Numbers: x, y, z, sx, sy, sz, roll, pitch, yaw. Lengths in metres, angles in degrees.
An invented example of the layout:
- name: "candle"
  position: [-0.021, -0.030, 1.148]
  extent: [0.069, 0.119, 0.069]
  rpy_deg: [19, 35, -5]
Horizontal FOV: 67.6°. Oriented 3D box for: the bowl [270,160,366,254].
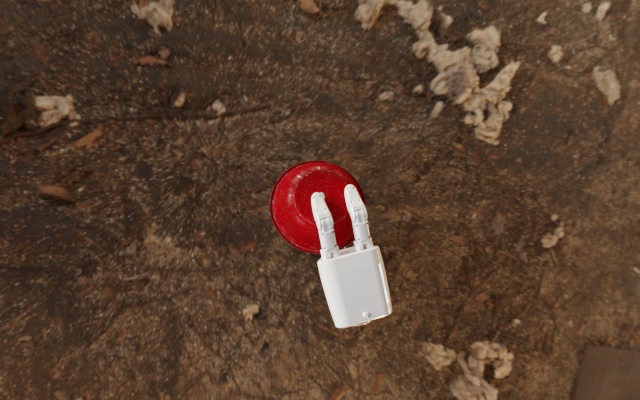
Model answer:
- name: "bowl"
  position: [0.000, 0.001, 0.768]
  extent: [0.162, 0.162, 0.055]
  rpy_deg: [0, -15, -8]
